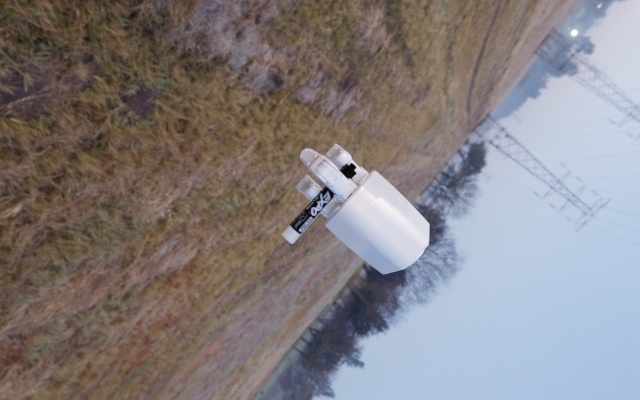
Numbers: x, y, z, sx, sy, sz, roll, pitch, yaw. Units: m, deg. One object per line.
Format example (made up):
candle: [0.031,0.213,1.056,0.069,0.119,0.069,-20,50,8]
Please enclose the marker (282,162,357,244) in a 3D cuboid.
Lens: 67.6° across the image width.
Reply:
marker: [0.000,0.002,0.574,0.020,0.121,0.020,42,1,-1]
